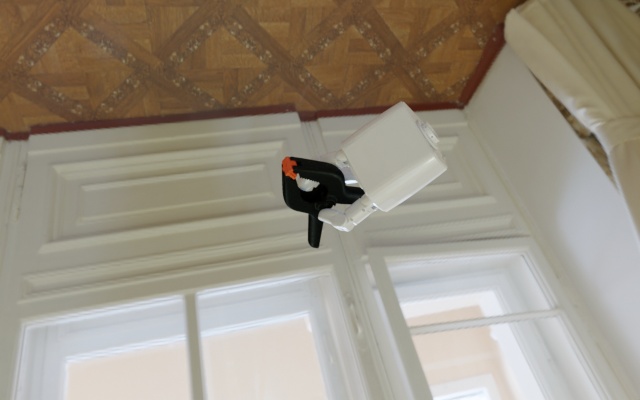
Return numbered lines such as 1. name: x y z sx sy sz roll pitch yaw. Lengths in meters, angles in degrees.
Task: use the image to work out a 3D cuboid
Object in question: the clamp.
1. clamp: 0.000 0.003 0.721 0.164 0.036 0.210 -36 -40 21
